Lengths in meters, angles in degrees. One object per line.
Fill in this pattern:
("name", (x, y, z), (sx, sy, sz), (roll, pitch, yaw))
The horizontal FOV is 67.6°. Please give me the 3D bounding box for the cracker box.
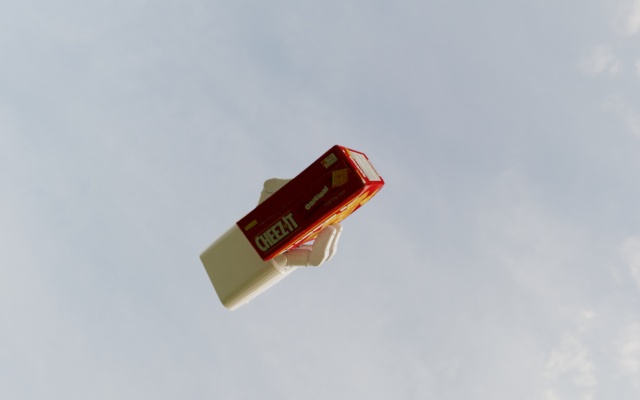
("cracker box", (0.000, 0.002, 0.677), (0.164, 0.072, 0.213), (-38, -6, 13))
